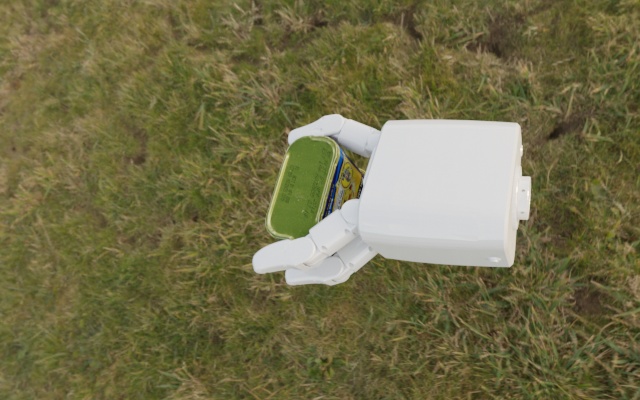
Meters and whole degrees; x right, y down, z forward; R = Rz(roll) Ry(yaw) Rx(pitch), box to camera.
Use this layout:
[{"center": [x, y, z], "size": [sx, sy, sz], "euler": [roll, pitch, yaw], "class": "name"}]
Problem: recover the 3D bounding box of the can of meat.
[{"center": [0.000, 0.001, 0.437], "size": [0.057, 0.102, 0.084], "euler": [8, -15, 27], "class": "can of meat"}]
